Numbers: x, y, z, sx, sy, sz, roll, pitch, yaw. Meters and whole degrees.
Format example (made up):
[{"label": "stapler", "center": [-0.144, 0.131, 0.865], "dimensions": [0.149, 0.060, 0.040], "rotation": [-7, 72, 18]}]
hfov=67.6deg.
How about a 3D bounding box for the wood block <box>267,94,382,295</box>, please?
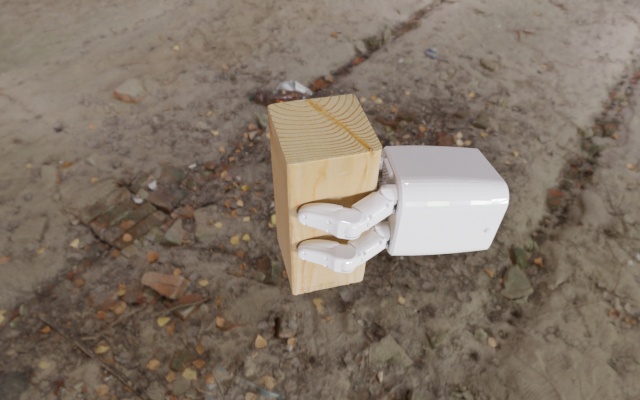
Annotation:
[{"label": "wood block", "center": [0.000, 0.001, 0.513], "dimensions": [0.090, 0.090, 0.206], "rotation": [-10, -42, -11]}]
